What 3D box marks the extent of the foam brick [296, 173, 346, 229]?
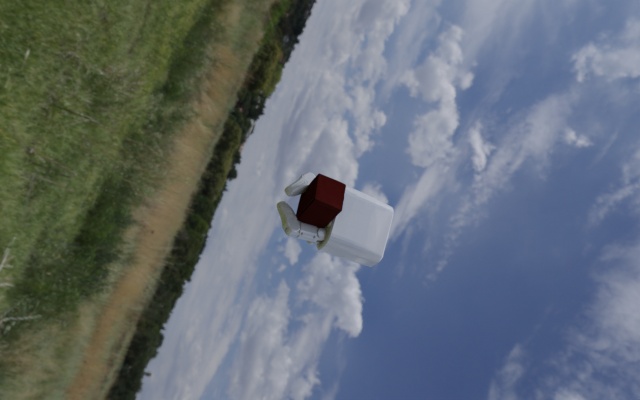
[{"bbox_3d":[0.000,0.002,0.775,0.051,0.053,0.078,22,-34,-15],"label":"foam brick"}]
